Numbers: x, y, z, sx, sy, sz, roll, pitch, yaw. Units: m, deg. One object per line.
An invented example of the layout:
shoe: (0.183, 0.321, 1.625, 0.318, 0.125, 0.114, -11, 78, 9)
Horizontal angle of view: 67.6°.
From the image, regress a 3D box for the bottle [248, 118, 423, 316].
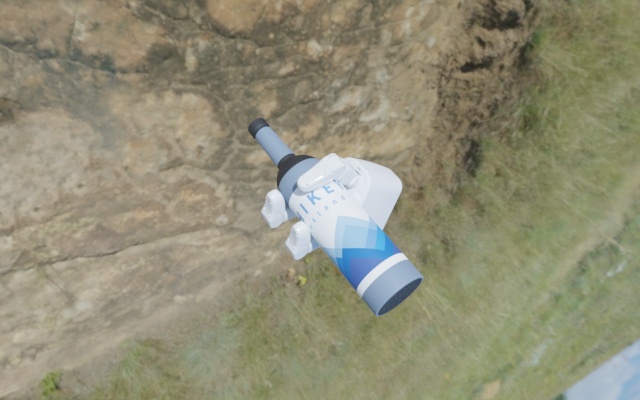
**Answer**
bottle: (0.000, 0.002, 0.576, 0.069, 0.069, 0.295, 0, 44, -54)
